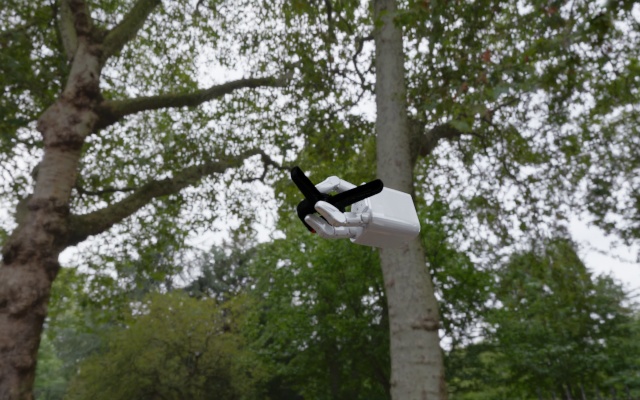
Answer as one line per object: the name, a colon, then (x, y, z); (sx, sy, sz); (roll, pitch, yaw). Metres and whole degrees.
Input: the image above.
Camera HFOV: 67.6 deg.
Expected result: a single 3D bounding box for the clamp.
clamp: (0.000, 0.002, 0.890); (0.164, 0.036, 0.210); (13, -31, -17)
